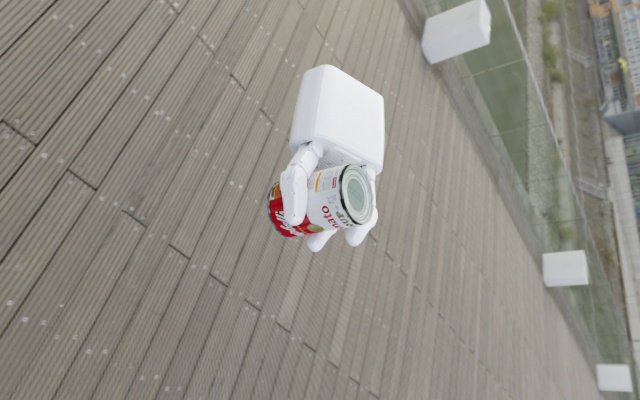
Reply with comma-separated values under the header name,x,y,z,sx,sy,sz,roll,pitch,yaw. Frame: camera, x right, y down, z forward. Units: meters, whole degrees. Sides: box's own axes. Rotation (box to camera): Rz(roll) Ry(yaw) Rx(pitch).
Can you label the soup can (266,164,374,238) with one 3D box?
name,x,y,z,sx,sy,sz,roll,pitch,yaw
soup can,0.000,0.002,0.532,0.102,0.068,0.068,-12,-7,34
